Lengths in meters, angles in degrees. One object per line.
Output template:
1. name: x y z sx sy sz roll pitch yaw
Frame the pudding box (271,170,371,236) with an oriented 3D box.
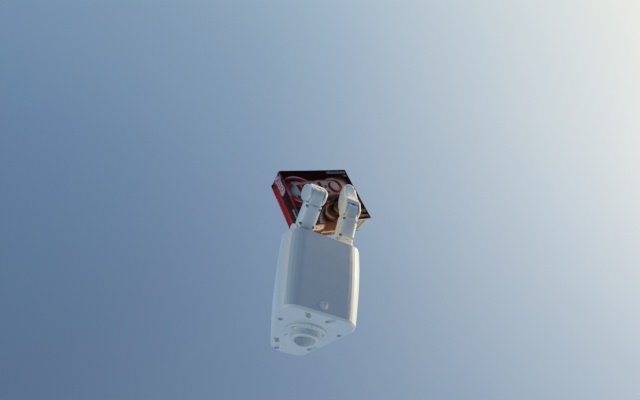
1. pudding box: 0.000 0.002 0.649 0.113 0.090 0.039 -2 -37 -36
